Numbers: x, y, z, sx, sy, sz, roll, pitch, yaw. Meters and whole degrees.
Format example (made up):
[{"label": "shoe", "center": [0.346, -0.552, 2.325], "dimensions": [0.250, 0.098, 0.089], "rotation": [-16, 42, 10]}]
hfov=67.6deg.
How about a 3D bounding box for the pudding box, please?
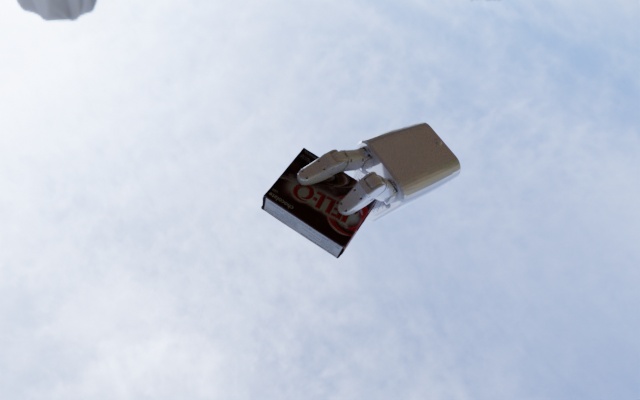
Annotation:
[{"label": "pudding box", "center": [0.000, 0.002, 0.571], "dimensions": [0.113, 0.090, 0.039], "rotation": [31, -34, 8]}]
